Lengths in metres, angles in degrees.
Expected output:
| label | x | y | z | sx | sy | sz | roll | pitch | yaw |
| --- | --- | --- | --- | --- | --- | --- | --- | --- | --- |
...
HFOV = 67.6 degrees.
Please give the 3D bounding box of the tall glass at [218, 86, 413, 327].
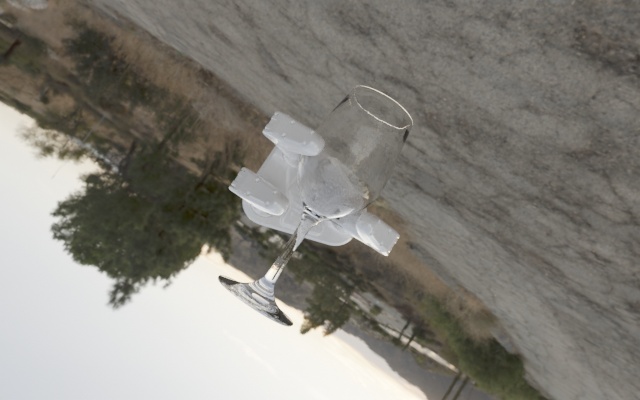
| label | x | y | z | sx | sy | sz | roll | pitch | yaw |
| --- | --- | --- | --- | --- | --- | --- | --- | --- | --- |
| tall glass | 0.000 | 0.002 | 0.407 | 0.079 | 0.201 | 0.079 | 33 | -6 | 4 |
